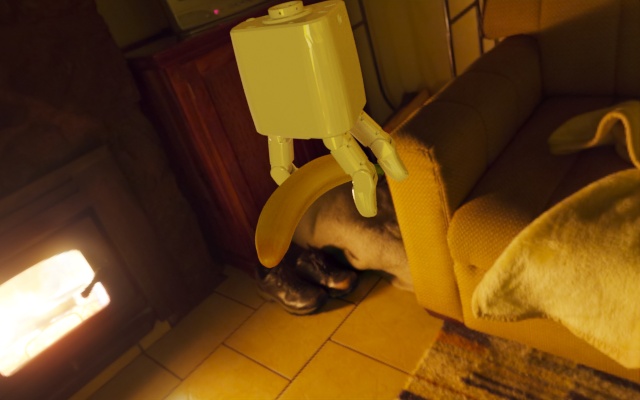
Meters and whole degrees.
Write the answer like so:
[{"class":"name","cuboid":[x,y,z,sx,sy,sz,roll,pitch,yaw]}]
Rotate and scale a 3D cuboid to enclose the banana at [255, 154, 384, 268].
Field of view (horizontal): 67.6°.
[{"class":"banana","cuboid":[-0.013,-0.004,0.492,0.069,0.037,0.197,15,40,35]}]
